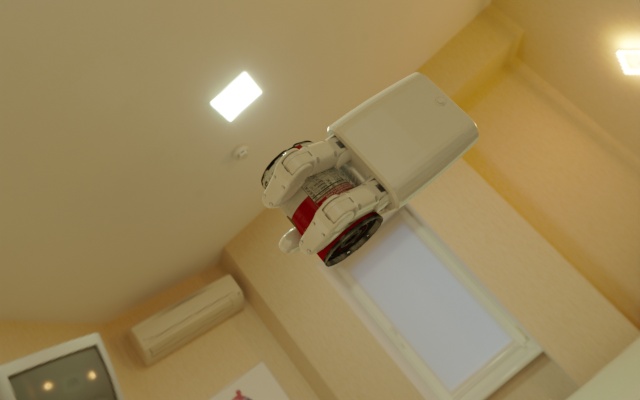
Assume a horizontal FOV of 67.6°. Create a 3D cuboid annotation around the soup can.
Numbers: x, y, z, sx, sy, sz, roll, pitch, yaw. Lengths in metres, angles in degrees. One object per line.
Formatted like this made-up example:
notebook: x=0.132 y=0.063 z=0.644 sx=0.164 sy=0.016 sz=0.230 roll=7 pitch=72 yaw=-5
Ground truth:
soup can: x=-0.001 y=0.002 z=0.448 sx=0.068 sy=0.102 sz=0.068 roll=-36 pitch=-19 yaw=-14
